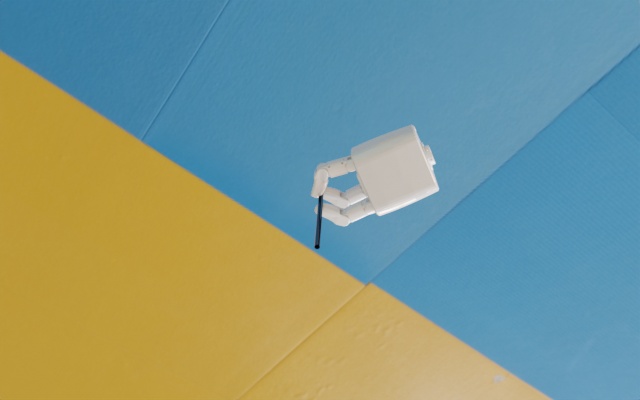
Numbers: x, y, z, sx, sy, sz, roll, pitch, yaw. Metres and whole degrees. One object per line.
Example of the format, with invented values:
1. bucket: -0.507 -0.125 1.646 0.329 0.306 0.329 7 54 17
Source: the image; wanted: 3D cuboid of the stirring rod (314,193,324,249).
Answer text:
1. stirring rod: 0.000 0.002 0.780 0.011 0.011 0.239 0 32 3
